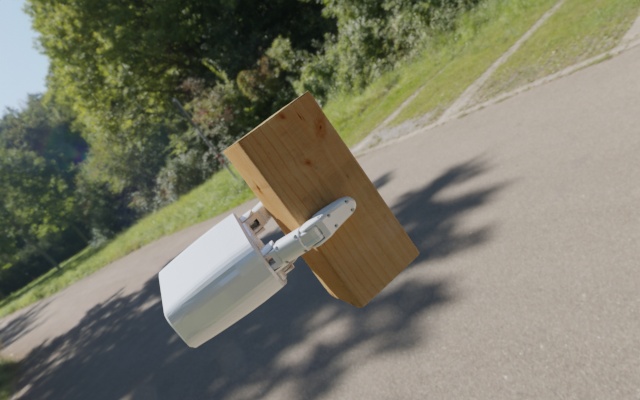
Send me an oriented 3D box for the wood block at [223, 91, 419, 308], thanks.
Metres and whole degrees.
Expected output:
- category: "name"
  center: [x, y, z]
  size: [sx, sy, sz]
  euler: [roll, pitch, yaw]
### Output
- category: "wood block"
  center: [0.000, 0.002, 0.511]
  size: [0.090, 0.206, 0.091]
  euler: [-39, 13, -17]
